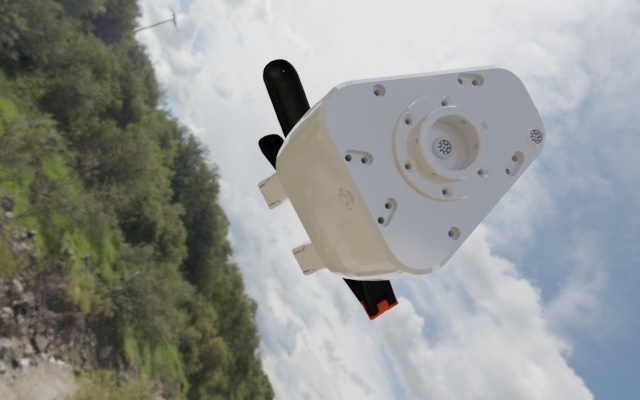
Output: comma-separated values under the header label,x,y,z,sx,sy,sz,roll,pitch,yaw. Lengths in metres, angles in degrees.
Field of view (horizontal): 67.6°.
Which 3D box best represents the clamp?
label,x,y,z,sx,sy,sz,roll,pitch,yaw
clamp,0.001,0.001,0.412,0.036,0.210,0.164,-28,0,-13
